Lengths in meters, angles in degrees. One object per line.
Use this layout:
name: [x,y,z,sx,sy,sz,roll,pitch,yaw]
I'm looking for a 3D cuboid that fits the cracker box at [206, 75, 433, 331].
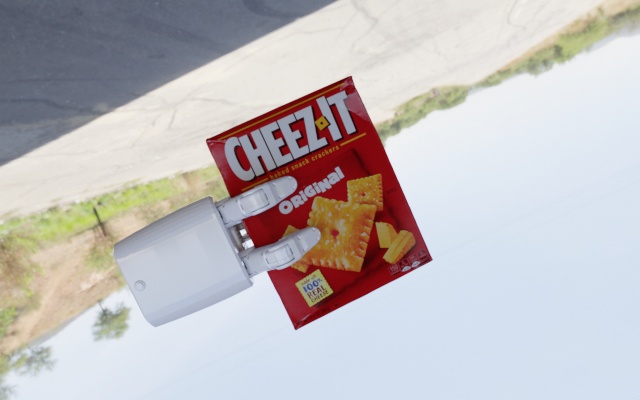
cracker box: [0.000,0.002,0.506,0.164,0.214,0.072,-25,5,-4]
